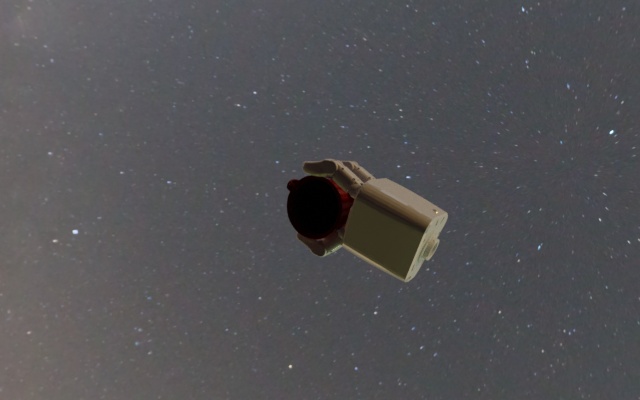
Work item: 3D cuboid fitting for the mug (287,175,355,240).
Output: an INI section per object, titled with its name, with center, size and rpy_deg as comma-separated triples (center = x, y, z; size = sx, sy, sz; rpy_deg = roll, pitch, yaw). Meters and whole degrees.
[mug]
center = -0.001, 0.002, 0.727
size = 0.117, 0.093, 0.081
rpy_deg = 32, 17, 24
